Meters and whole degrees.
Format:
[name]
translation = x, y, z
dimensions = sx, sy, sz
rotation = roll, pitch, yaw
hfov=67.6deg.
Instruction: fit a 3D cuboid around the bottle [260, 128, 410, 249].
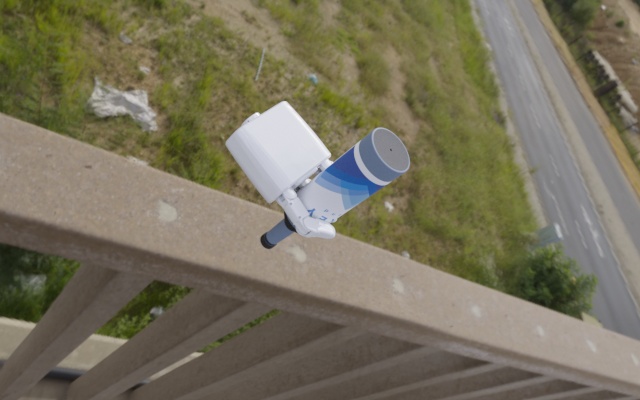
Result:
[bottle]
translation = 0.000, 0.002, 0.696
dimensions = 0.069, 0.069, 0.296
rotation = 0, -27, -42
